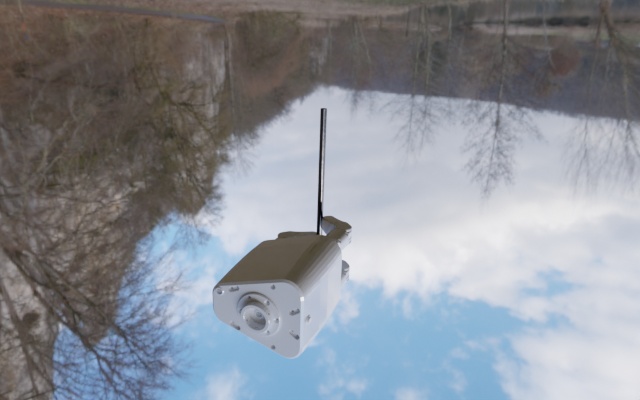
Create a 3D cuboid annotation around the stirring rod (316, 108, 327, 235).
[{"bbox_3d":[0.000,0.002,0.616,0.011,0.240,0.011,2,21,-1],"label":"stirring rod"}]
